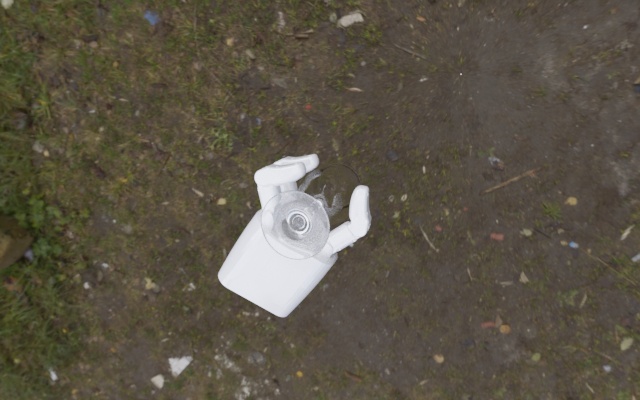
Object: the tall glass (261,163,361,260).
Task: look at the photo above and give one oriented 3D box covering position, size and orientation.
[{"bbox_3d":[0.000,0.002,0.580,0.079,0.079,0.201,0,14,16],"label":"tall glass"}]
